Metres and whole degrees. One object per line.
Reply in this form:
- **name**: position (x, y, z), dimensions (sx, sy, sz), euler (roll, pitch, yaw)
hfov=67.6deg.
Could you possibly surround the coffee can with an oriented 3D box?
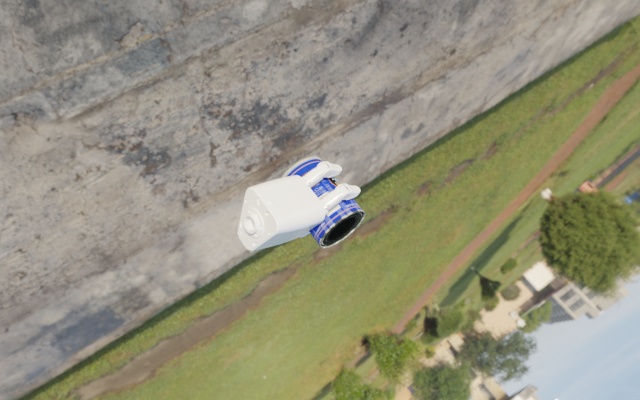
- **coffee can**: position (0.000, 0.003, 0.885), dimensions (0.103, 0.140, 0.103), euler (-33, -22, -15)
